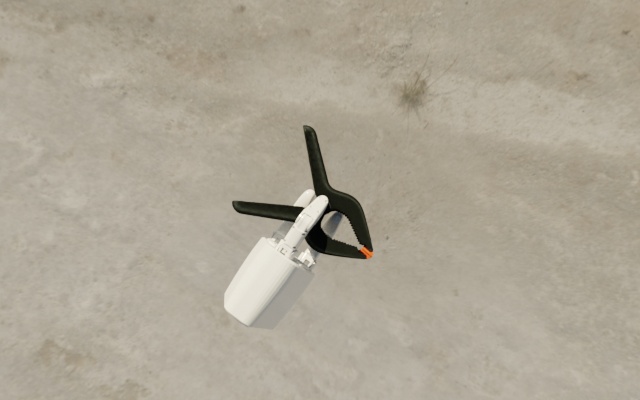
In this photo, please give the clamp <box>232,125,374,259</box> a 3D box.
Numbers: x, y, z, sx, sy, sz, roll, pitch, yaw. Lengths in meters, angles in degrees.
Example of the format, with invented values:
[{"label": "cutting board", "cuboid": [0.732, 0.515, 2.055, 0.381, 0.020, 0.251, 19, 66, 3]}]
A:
[{"label": "clamp", "cuboid": [0.000, 0.003, 0.689, 0.210, 0.164, 0.036, 35, -3, 6]}]
